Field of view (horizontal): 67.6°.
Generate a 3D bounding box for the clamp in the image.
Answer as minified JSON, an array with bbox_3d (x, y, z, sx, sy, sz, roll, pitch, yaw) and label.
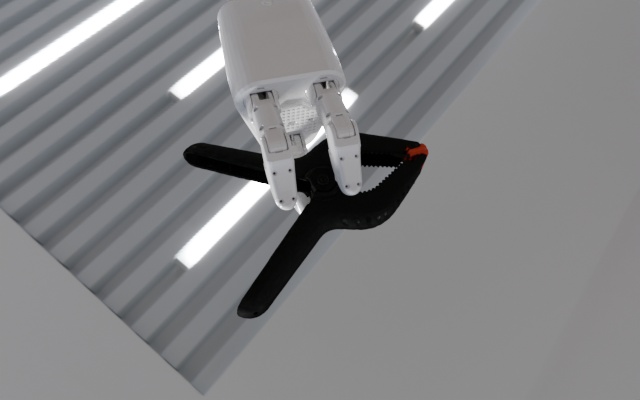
[{"bbox_3d":[0.000,0.001,0.408,0.210,0.164,0.036,-13,-26,-10],"label":"clamp"}]
